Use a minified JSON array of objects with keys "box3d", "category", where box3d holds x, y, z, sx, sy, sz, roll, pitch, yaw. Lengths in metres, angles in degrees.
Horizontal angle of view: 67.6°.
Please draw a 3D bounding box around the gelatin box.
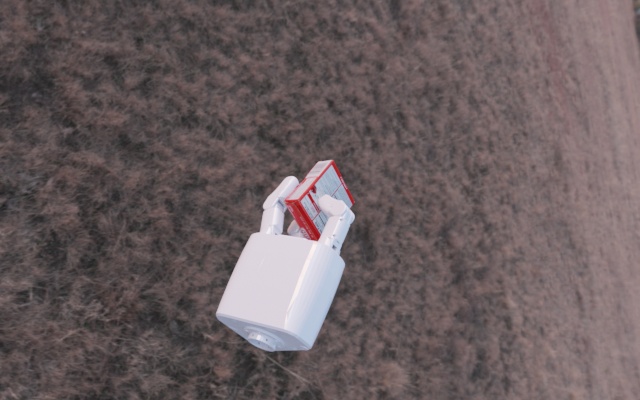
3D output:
[{"box3d":[0.001,0.002,0.625,0.030,0.073,0.089,-1,38,42],"category":"gelatin box"}]
